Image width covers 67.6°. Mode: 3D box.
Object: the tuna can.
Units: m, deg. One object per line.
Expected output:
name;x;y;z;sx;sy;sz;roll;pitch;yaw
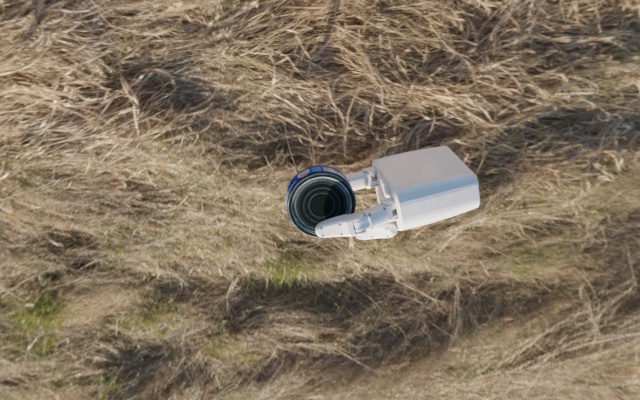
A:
tuna can;0.000;0.002;0.586;0.086;0.086;0.033;0;18;-6
